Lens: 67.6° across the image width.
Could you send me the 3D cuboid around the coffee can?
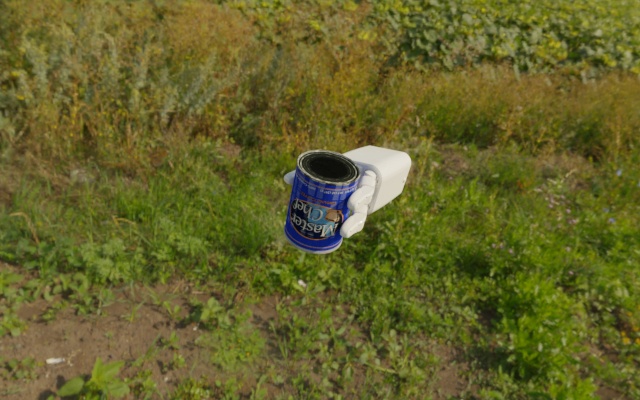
[{"bbox_3d":[0.000,0.003,0.785,0.103,0.140,0.102,9,34,-6],"label":"coffee can"}]
